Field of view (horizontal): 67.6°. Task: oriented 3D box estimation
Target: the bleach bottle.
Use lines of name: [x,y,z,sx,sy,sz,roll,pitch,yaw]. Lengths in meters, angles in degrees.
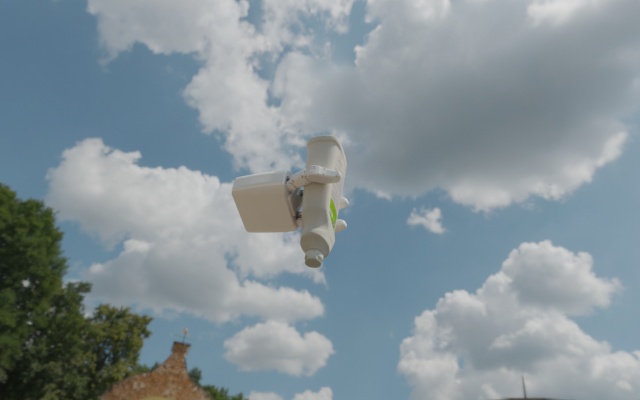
bleach bottle: [0.000,0.003,0.860,0.068,0.250,0.103,-6,-42,17]
